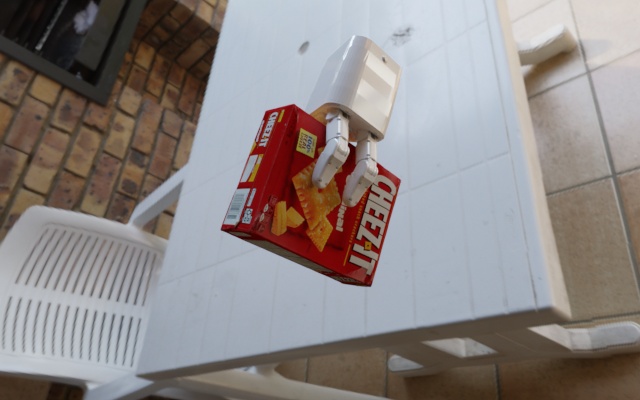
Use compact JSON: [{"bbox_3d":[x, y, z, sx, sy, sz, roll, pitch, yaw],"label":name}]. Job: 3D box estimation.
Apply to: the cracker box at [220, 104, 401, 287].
[{"bbox_3d":[0.000,0.002,0.617,0.214,0.164,0.072,29,-18,-36],"label":"cracker box"}]
